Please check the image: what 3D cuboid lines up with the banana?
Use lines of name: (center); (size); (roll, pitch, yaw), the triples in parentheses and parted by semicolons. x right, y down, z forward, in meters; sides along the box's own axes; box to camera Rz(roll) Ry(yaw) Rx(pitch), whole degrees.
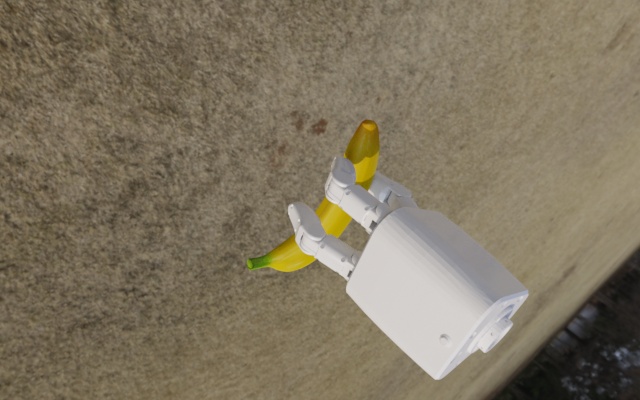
banana: (0.008, 0.008, 0.495); (0.037, 0.198, 0.070); (46, 14, 33)
